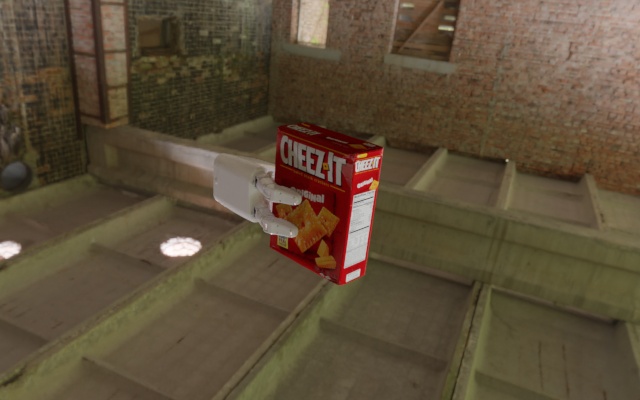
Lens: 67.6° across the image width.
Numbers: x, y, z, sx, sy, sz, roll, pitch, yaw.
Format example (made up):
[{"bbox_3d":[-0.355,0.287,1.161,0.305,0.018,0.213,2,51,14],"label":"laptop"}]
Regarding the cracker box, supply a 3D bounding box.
[{"bbox_3d":[0.000,0.003,0.746,0.164,0.214,0.072,24,28,38],"label":"cracker box"}]
